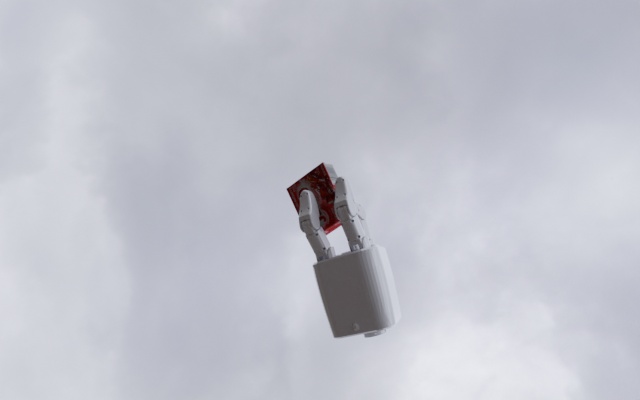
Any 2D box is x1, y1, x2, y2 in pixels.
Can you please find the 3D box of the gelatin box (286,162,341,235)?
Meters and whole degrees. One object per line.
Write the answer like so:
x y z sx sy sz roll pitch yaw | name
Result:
0.000 0.002 0.680 0.073 0.089 0.030 -35 -22 26 | gelatin box
